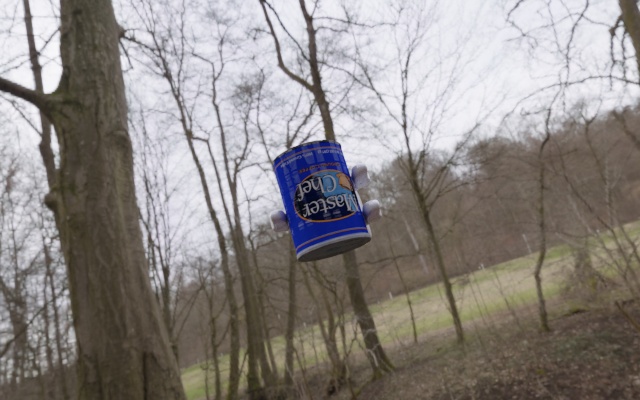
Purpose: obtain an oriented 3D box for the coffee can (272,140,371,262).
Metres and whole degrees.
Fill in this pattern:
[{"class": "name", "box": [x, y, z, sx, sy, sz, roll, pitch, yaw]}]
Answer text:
[{"class": "coffee can", "box": [0.000, 0.002, 0.656, 0.103, 0.140, 0.103, -15, -15, -4]}]
